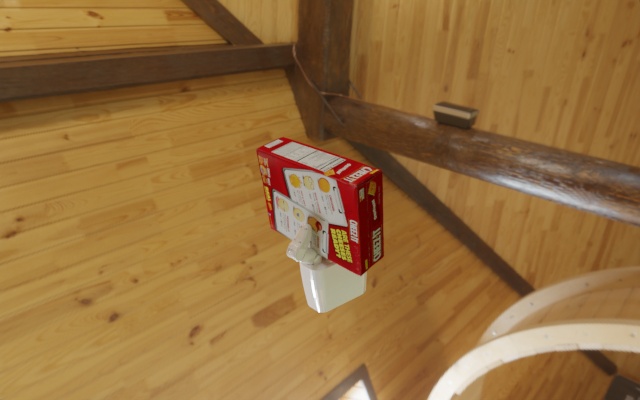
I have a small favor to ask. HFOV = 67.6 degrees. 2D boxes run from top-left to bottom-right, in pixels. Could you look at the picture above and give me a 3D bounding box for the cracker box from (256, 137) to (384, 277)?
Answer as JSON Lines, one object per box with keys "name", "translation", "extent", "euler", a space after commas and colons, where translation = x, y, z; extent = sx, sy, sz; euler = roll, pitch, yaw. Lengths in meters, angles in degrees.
{"name": "cracker box", "translation": [0.000, 0.003, 0.772], "extent": [0.213, 0.164, 0.072], "euler": [23, 42, 37]}
